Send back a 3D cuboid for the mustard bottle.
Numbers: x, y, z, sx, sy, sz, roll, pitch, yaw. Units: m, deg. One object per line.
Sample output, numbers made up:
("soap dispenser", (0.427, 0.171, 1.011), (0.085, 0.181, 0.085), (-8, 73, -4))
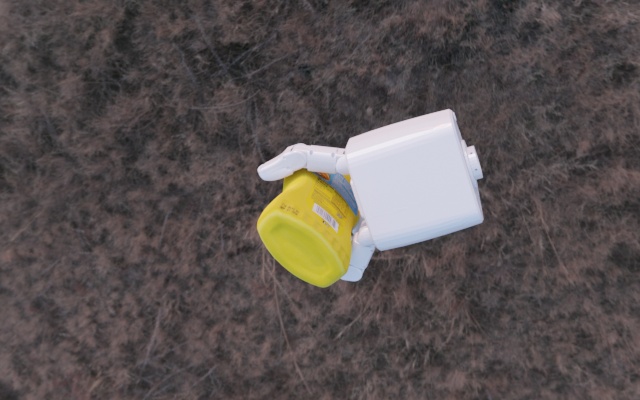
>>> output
("mustard bottle", (0.000, 0.002, 0.521), (0.058, 0.096, 0.191), (-42, 14, 29))
